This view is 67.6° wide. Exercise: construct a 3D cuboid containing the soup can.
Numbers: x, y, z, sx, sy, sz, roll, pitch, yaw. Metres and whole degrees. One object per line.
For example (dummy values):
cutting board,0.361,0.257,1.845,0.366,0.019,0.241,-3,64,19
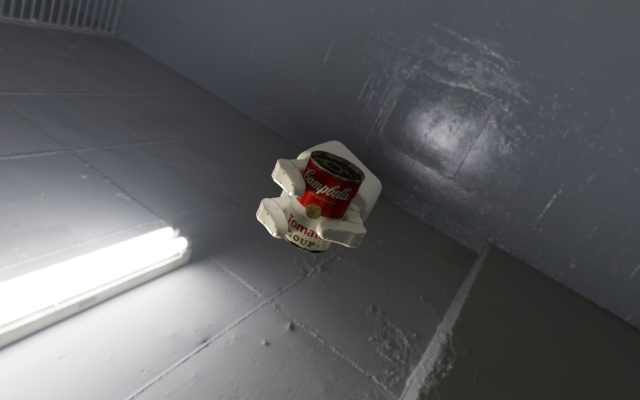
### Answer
soup can,0.000,0.002,0.561,0.068,0.102,0.068,21,23,-10
